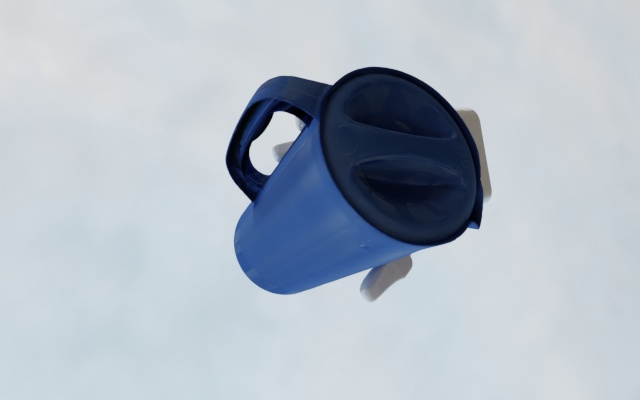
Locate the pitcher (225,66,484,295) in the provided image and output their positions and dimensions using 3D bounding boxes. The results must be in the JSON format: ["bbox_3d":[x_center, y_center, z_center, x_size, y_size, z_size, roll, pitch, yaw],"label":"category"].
[{"bbox_3d":[0.000,0.001,0.412,0.145,0.149,0.243,-16,-13,-32],"label":"pitcher"}]
